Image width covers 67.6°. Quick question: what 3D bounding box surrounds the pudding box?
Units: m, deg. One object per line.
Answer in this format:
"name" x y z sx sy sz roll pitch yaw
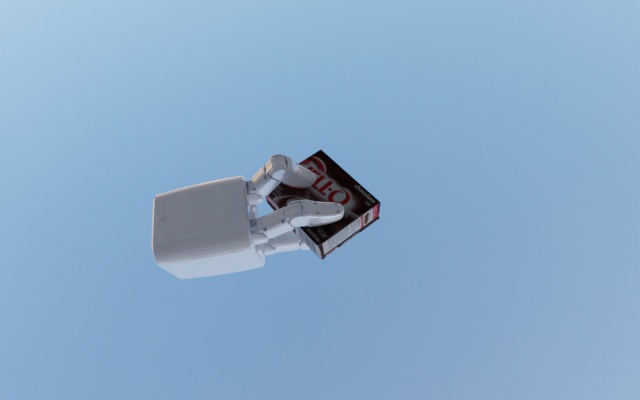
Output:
"pudding box" 0.000 0.002 0.557 0.090 0.113 0.039 -35 -31 -18
